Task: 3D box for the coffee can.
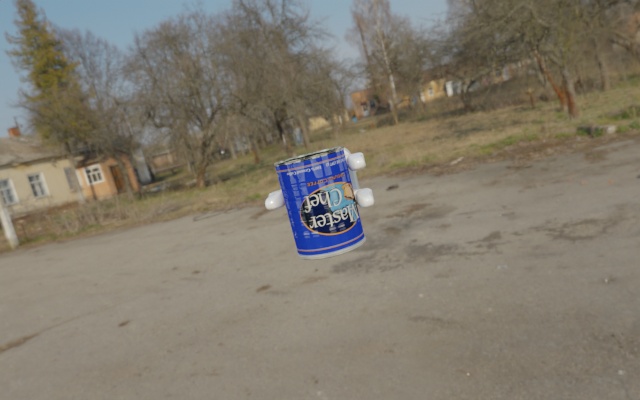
[{"bbox_3d":[0.000,0.002,0.688,0.103,0.140,0.103,-14,9,2],"label":"coffee can"}]
